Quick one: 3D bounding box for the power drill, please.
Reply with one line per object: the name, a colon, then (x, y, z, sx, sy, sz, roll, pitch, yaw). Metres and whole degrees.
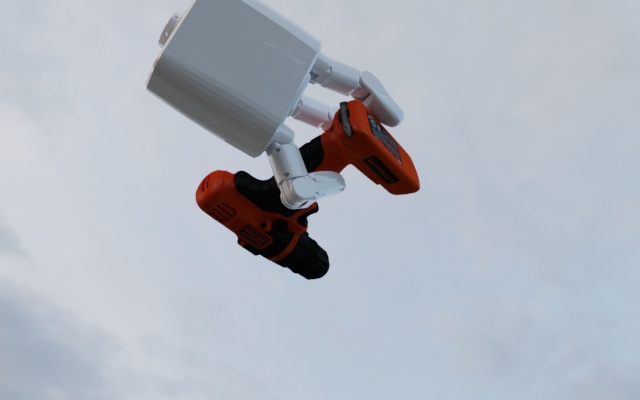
power drill: (0.000, 0.001, 0.477, 0.188, 0.057, 0.184, -32, -49, 22)
